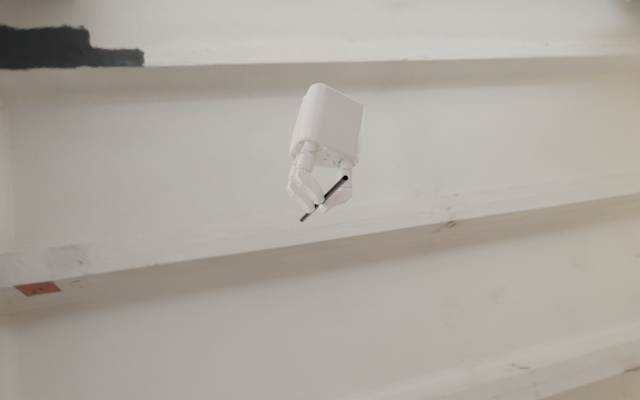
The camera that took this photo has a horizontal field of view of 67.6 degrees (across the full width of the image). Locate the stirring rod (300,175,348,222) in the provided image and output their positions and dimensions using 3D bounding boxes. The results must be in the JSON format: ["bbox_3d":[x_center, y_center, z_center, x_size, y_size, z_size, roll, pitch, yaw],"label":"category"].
[{"bbox_3d":[0.000,0.002,0.756,0.011,0.011,0.239,0,-16,-17],"label":"stirring rod"}]
